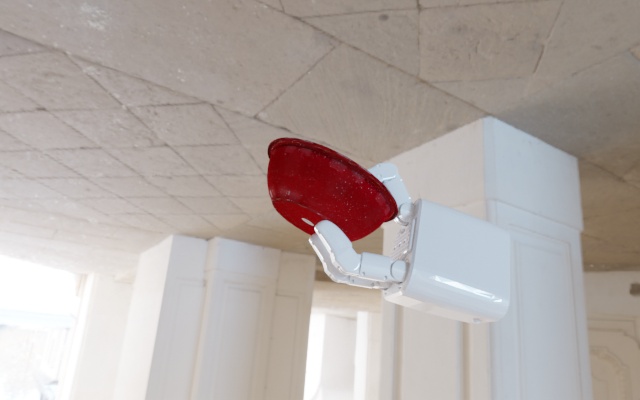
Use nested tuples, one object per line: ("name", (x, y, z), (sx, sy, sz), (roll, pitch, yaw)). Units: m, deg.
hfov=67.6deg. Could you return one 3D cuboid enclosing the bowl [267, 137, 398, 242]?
("bowl", (-0.001, 0.002, 0.523), (0.162, 0.055, 0.162), (26, -19, 10))
